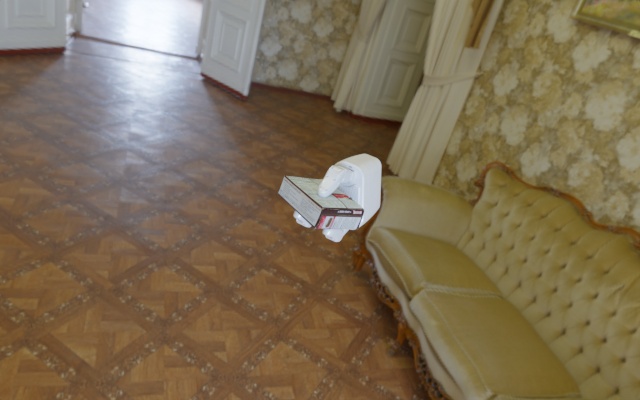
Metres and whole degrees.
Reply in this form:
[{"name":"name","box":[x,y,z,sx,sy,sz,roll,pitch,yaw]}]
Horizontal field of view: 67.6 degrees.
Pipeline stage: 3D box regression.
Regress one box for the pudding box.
[{"name":"pudding box","box":[0.000,0.002,0.745,0.090,0.039,0.113,2,25,-40]}]
